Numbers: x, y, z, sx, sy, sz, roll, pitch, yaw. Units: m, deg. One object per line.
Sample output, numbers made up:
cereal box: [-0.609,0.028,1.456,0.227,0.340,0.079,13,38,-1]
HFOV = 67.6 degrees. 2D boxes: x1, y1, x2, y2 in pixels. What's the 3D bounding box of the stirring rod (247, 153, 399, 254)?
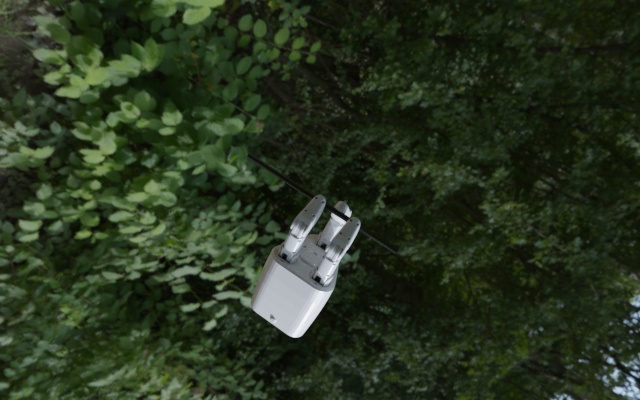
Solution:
stirring rod: [0.000,0.002,0.640,0.239,0.011,0.011,33,6,10]
